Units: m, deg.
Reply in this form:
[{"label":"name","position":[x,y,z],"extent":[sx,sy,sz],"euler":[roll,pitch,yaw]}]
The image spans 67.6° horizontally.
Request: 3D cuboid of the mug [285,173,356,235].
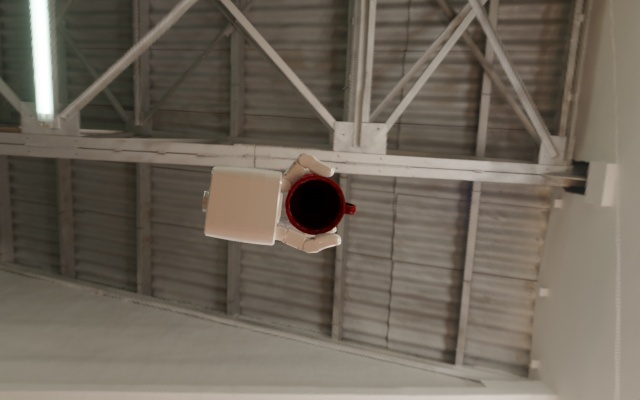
[{"label":"mug","position":[0.002,0.003,0.770],"extent":[0.117,0.093,0.081],"euler":[8,9,-7]}]
